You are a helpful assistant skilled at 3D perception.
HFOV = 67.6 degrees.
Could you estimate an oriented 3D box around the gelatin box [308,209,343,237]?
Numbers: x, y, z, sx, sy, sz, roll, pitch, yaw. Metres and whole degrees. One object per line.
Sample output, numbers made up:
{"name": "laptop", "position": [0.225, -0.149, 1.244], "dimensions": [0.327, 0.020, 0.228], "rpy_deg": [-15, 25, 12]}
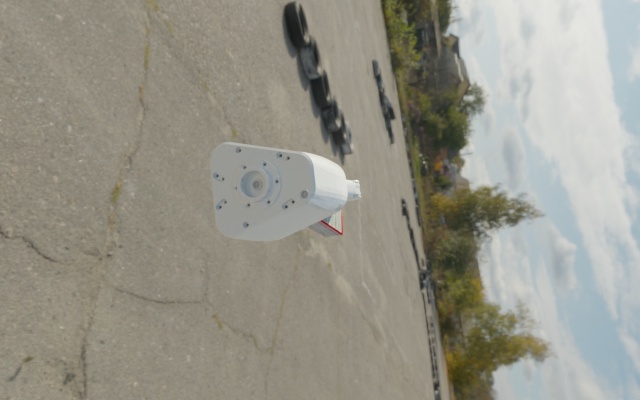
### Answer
{"name": "gelatin box", "position": [0.001, 0.002, 0.612], "dimensions": [0.030, 0.073, 0.089], "rpy_deg": [-9, -19, 21]}
